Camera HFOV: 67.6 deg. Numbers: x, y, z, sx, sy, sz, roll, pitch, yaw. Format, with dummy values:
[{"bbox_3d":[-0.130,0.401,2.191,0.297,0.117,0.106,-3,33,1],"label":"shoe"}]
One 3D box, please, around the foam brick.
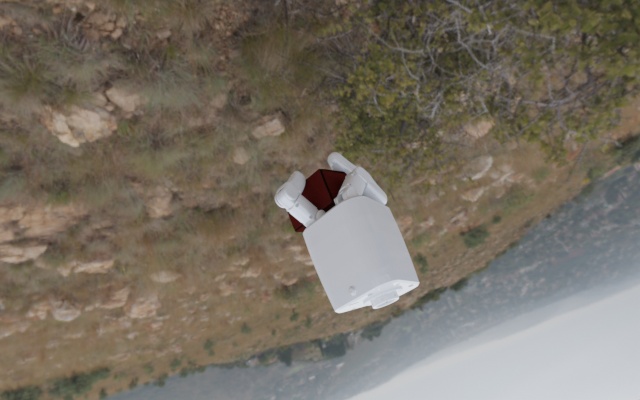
[{"bbox_3d":[0.000,0.002,0.617,0.053,0.051,0.078,3,-32,-46],"label":"foam brick"}]
